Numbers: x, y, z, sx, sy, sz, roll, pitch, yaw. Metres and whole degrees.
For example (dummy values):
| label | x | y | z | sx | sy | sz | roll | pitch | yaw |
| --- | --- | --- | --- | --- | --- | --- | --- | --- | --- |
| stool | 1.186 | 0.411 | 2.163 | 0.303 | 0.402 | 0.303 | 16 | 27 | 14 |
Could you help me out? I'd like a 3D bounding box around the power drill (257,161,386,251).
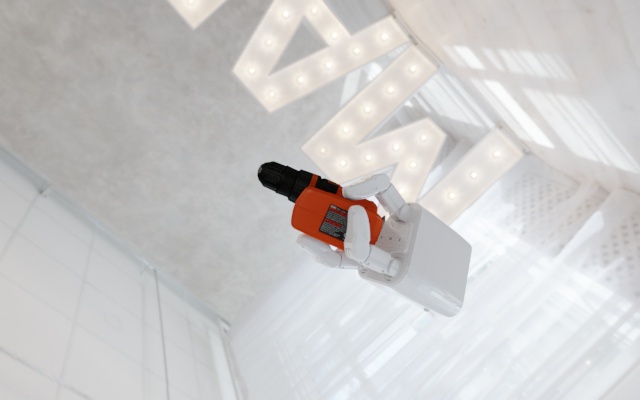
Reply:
| label | x | y | z | sx | sy | sz | roll | pitch | yaw |
| --- | --- | --- | --- | --- | --- | --- | --- | --- | --- |
| power drill | 0.000 | 0.002 | 0.626 | 0.184 | 0.057 | 0.187 | 21 | 10 | -7 |
